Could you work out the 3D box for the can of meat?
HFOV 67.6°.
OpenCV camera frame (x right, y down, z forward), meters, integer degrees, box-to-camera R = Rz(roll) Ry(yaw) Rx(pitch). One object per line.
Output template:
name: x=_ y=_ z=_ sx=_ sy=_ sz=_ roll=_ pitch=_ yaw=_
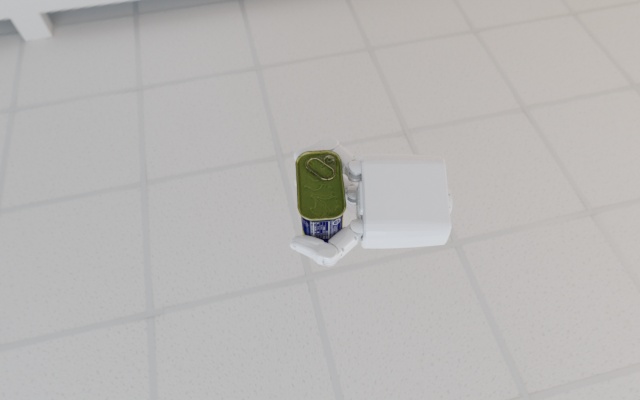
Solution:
can of meat: x=0.000 y=0.002 z=0.605 sx=0.057 sy=0.102 sz=0.084 roll=-4 pitch=-34 yaw=-2
